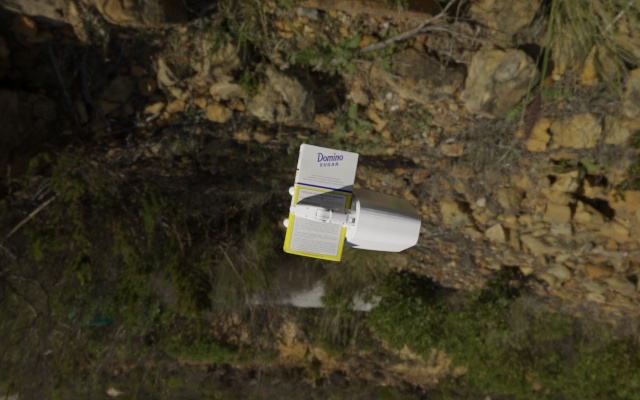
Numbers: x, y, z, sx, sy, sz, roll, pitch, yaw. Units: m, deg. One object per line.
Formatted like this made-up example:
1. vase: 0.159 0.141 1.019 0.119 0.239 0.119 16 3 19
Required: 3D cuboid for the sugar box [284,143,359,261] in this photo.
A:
1. sugar box: 0.000 0.003 0.771 0.093 0.176 0.048 10 1 -9
